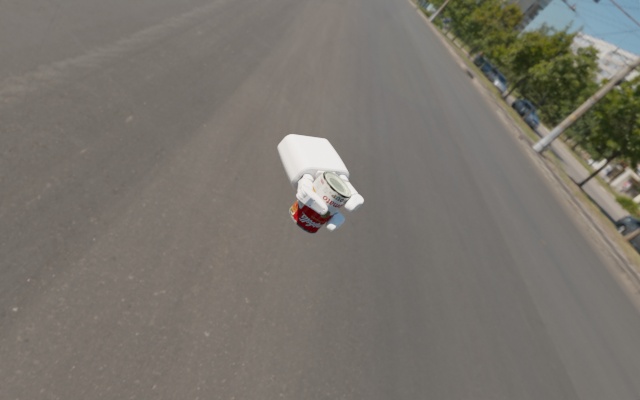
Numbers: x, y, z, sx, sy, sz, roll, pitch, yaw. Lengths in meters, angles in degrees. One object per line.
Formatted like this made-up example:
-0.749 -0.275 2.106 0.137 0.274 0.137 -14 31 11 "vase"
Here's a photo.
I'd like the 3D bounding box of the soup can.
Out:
0.000 0.003 0.879 0.102 0.068 0.068 -46 -23 23 "soup can"
